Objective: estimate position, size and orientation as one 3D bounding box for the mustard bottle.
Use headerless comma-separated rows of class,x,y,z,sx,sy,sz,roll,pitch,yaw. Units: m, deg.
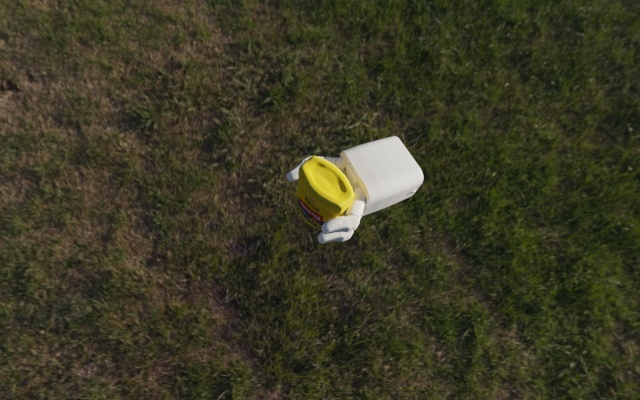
mustard bottle,0.000,0.003,0.812,0.058,0.096,0.192,-43,-11,-19
